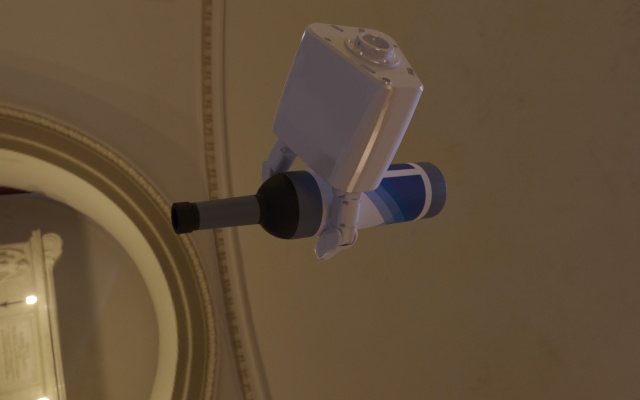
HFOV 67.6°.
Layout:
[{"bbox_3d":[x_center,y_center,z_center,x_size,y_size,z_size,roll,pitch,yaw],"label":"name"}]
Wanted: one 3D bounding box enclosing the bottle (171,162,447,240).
[{"bbox_3d":[0.000,0.002,0.485,0.295,0.069,0.069,-6,3,-32],"label":"bottle"}]
